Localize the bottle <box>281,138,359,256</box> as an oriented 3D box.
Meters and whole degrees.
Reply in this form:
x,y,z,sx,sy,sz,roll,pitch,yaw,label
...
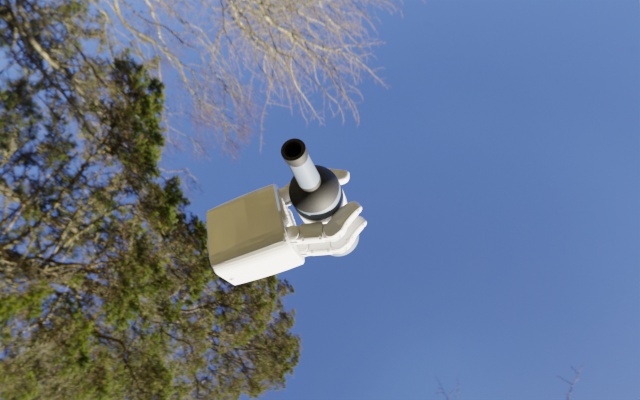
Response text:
x,y,z,sx,sy,sz,roll,pitch,yaw,label
0.000,0.002,0.638,0.069,0.069,0.296,0,-22,12,bottle
